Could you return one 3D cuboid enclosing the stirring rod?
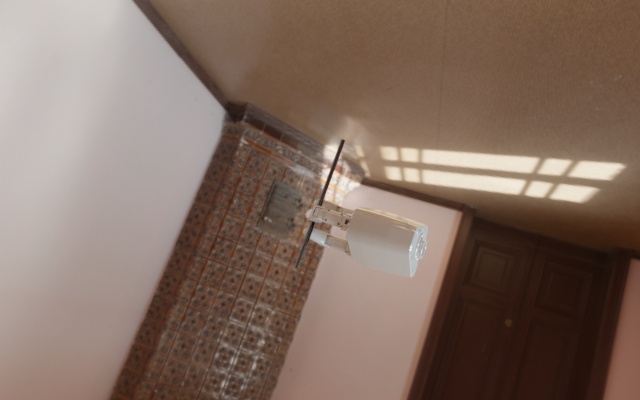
[{"bbox_3d":[0.000,0.003,0.828,0.011,0.239,0.011,19,-12,4],"label":"stirring rod"}]
